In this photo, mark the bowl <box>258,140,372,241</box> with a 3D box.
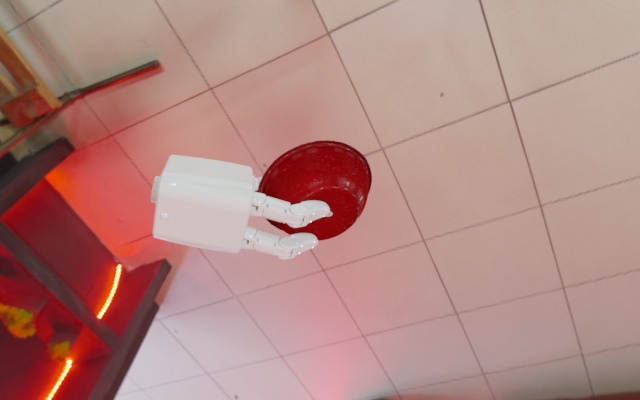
[{"bbox_3d":[0.002,0.002,0.636,0.162,0.162,0.055,0,39,-20],"label":"bowl"}]
